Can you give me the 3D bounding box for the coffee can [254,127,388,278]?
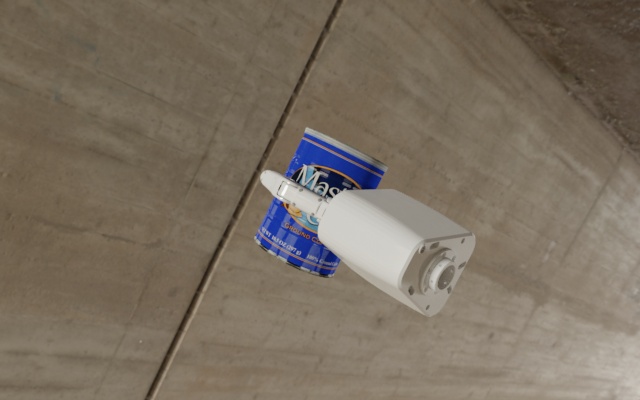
[{"bbox_3d":[0.000,0.002,0.545,0.103,0.140,0.103,26,5,-3],"label":"coffee can"}]
